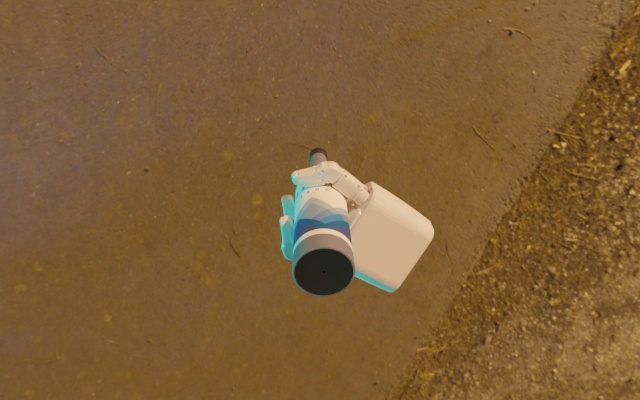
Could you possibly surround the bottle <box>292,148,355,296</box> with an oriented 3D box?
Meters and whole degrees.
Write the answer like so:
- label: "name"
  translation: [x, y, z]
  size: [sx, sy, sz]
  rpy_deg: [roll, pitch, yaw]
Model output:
- label: "bottle"
  translation: [0.000, 0.002, 0.626]
  size: [0.069, 0.069, 0.295]
  rpy_deg: [0, 30, -2]
